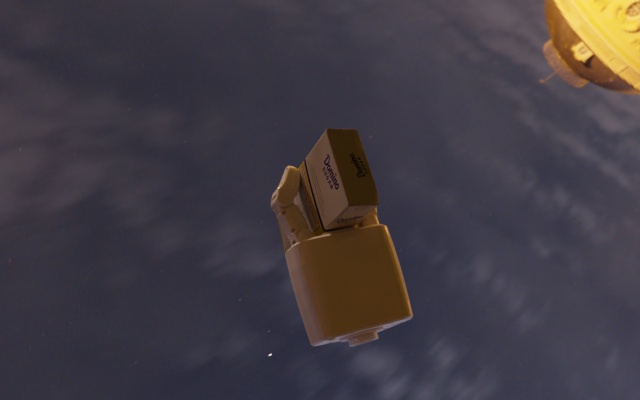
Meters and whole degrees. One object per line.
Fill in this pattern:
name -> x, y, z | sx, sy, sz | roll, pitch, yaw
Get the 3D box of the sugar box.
sugar box -> 0.001, 0.002, 0.560 | 0.048, 0.093, 0.176 | -3, -24, -30
